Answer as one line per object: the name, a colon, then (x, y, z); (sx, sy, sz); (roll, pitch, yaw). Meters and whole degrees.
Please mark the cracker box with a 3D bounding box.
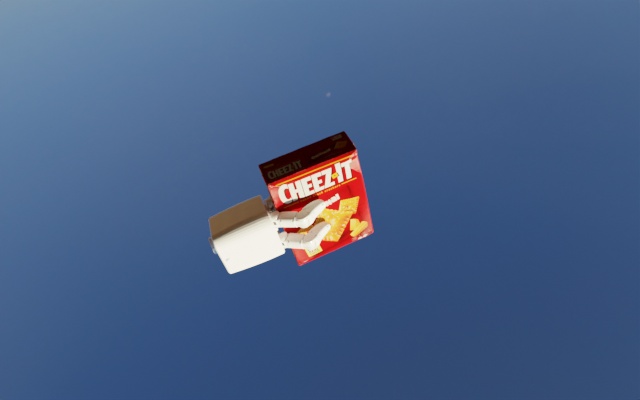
cracker box: (0.000, 0.003, 0.872); (0.164, 0.214, 0.072); (-23, 43, -7)
